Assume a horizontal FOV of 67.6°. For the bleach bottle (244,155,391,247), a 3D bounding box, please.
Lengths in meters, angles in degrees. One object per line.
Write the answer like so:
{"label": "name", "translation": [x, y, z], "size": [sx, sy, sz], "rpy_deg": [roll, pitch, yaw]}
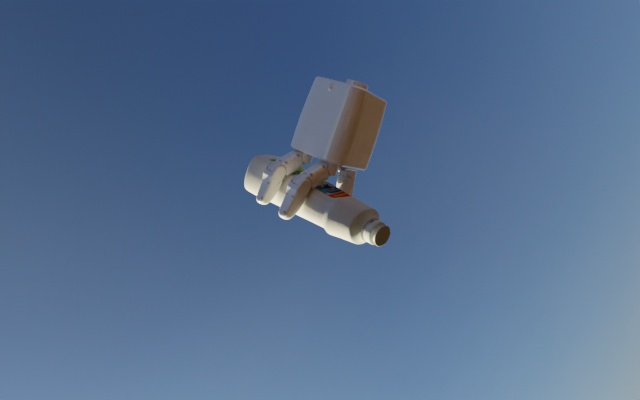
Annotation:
{"label": "bleach bottle", "translation": [0.000, 0.002, 0.675], "size": [0.102, 0.068, 0.250], "rpy_deg": [8, 14, -46]}
